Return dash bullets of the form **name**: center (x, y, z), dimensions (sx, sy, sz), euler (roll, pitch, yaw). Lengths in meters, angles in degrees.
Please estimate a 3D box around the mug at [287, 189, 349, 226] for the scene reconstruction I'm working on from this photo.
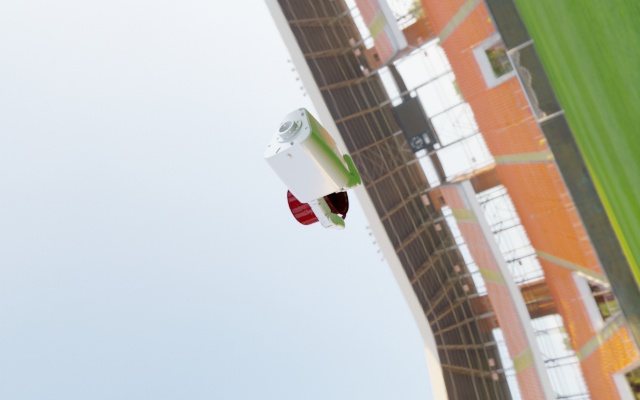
- **mug**: center (0.001, 0.004, 0.859), dimensions (0.081, 0.093, 0.117), euler (-22, -52, 25)
